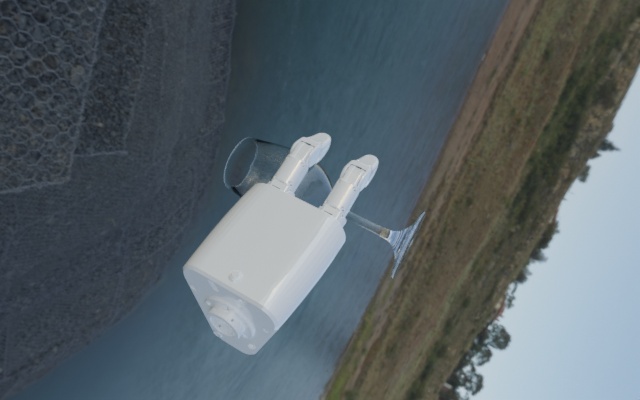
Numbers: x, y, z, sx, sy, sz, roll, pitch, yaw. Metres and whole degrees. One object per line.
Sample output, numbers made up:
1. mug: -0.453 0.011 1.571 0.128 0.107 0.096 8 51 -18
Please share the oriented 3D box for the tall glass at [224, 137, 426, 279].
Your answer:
1. tall glass: 0.001 0.002 0.490 0.201 0.079 0.079 26 7 15
